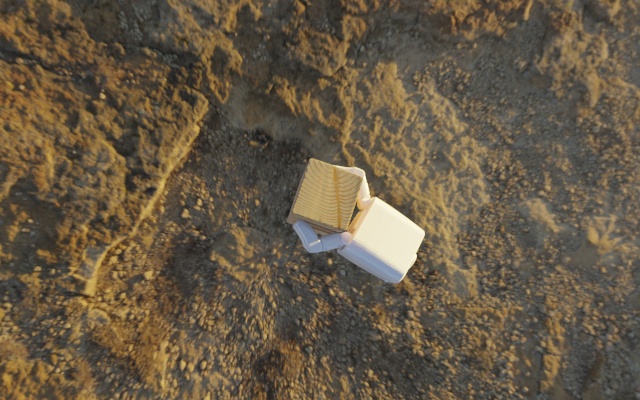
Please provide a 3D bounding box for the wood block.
[{"bbox_3d":[0.001,0.003,0.821,0.090,0.091,0.206,20,-9,-4],"label":"wood block"}]
